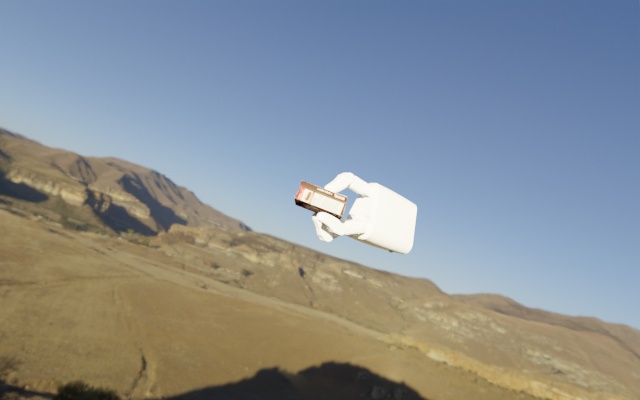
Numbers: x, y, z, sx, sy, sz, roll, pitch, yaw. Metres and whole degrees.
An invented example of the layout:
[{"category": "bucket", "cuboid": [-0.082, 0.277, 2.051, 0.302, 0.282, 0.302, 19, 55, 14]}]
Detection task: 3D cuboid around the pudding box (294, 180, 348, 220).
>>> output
[{"category": "pudding box", "cuboid": [0.000, 0.003, 0.867, 0.090, 0.039, 0.113, 20, -9, 1]}]
